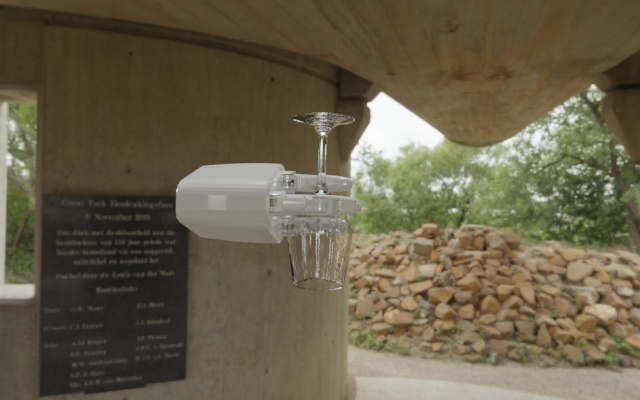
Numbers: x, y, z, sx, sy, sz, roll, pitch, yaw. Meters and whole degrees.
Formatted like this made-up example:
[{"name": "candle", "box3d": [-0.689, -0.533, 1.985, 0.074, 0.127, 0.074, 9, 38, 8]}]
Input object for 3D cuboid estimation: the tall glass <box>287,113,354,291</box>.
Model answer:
[{"name": "tall glass", "box3d": [0.000, 0.001, 0.569, 0.079, 0.201, 0.079, 1, 0, 0]}]
